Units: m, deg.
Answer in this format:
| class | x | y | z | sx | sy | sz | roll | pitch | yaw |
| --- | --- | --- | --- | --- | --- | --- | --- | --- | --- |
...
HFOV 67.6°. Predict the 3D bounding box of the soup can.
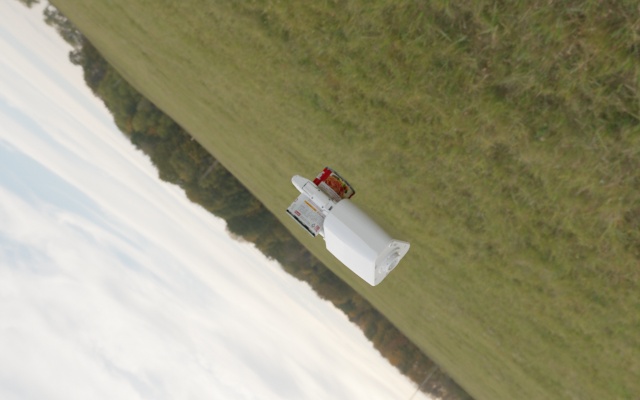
| class | x | y | z | sx | sy | sz | roll | pitch | yaw |
| --- | --- | --- | --- | --- | --- | --- | --- | --- | --- |
| soup can | 0.000 | 0.003 | 0.800 | 0.068 | 0.102 | 0.068 | 42 | -5 | 5 |
